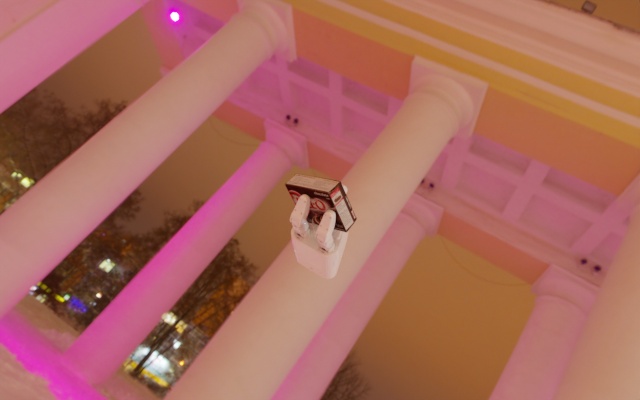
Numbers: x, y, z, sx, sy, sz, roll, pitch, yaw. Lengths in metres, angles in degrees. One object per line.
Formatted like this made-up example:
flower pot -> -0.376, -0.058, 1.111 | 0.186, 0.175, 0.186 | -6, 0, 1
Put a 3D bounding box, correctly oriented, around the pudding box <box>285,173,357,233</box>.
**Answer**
pudding box -> 0.000, 0.003, 0.838 | 0.113, 0.090, 0.039 | 10, 48, 42
